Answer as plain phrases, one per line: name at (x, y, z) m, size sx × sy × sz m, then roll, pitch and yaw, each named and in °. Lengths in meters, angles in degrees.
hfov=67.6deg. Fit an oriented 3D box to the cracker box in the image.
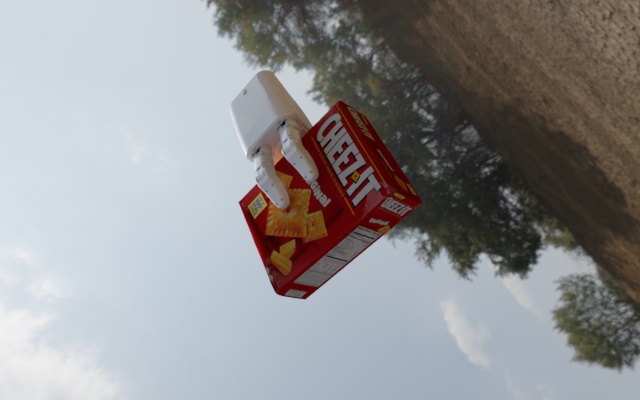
cracker box at (0.000, 0.002, 0.630) m, size 0.214 × 0.164 × 0.072 m, roll -43°, pitch -37°, yaw 23°
